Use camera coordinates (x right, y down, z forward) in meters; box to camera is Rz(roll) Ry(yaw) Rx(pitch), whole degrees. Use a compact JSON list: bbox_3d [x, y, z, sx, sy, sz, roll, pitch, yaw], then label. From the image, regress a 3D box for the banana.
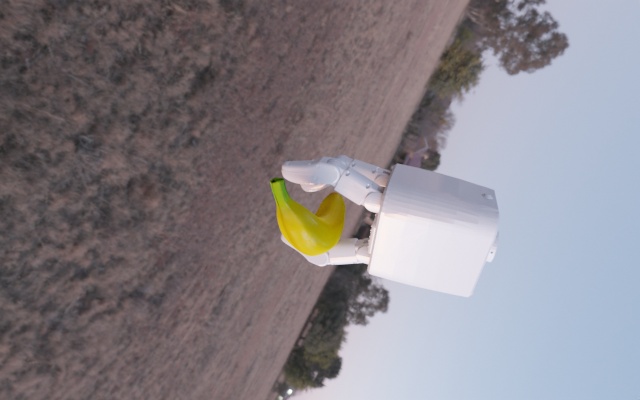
[{"bbox_3d":[-0.001,0.020,0.480,0.037,0.069,0.198,1,-3,15],"label":"banana"}]
